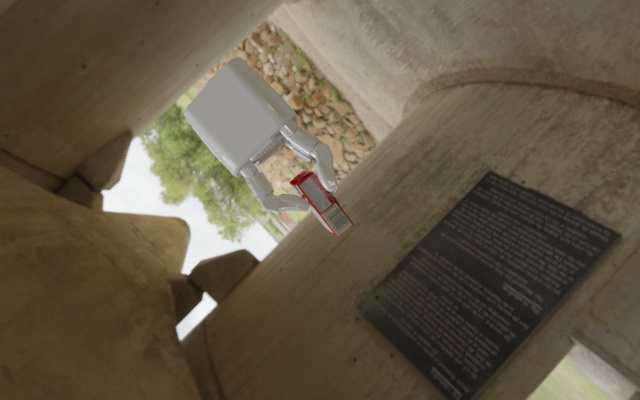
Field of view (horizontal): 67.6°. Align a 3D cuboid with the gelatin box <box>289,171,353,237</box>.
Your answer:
[{"bbox_3d":[0.000,0.003,0.630,0.030,0.089,0.073,-39,9,-6],"label":"gelatin box"}]
